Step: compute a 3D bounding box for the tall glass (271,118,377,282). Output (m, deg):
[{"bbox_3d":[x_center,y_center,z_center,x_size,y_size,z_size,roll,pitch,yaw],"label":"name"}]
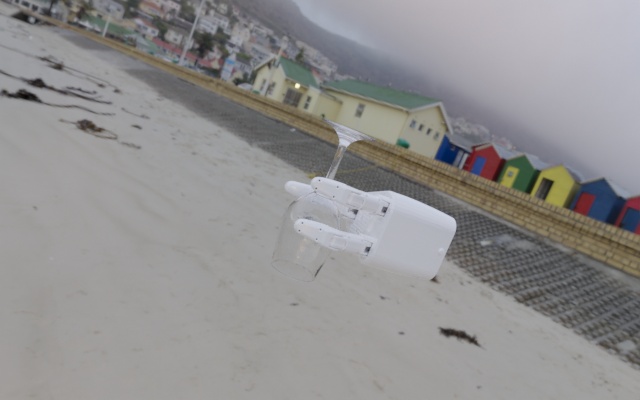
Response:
[{"bbox_3d":[0.000,0.001,0.615,0.079,0.201,0.079,22,8,-3],"label":"tall glass"}]
